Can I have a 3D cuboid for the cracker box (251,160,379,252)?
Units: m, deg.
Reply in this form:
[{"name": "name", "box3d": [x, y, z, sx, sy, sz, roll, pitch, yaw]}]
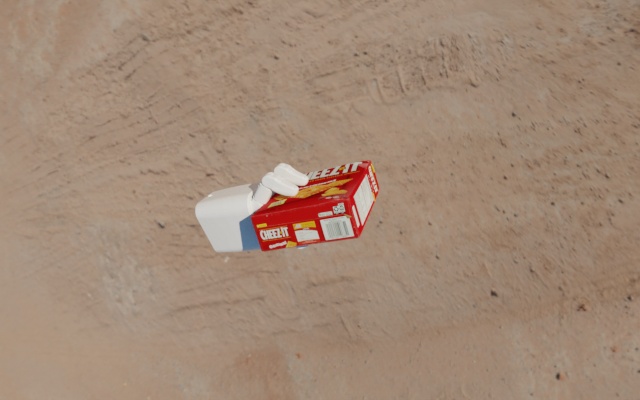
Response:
[{"name": "cracker box", "box3d": [0.000, 0.003, 0.811, 0.164, 0.072, 0.213, -10, 18, 19]}]
